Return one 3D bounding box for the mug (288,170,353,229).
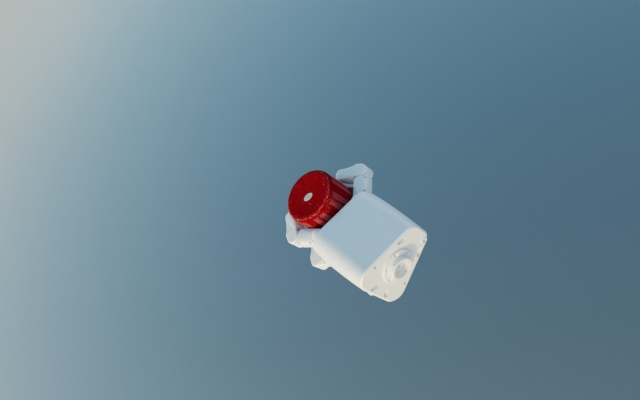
[{"bbox_3d":[-0.001,0.002,0.709,0.081,0.093,0.117,31,3,-43],"label":"mug"}]
